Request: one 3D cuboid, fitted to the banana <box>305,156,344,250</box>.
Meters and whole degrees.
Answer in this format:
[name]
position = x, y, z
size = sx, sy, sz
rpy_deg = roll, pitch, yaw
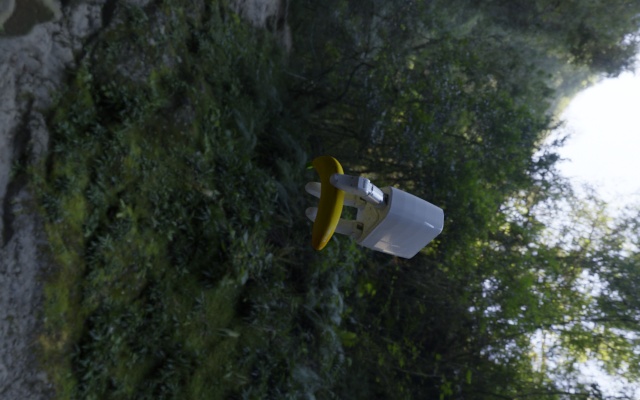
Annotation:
[banana]
position = 0.010, -0.012, 0.743
size = 0.037, 0.197, 0.070
rpy_deg = 24, -54, -23
